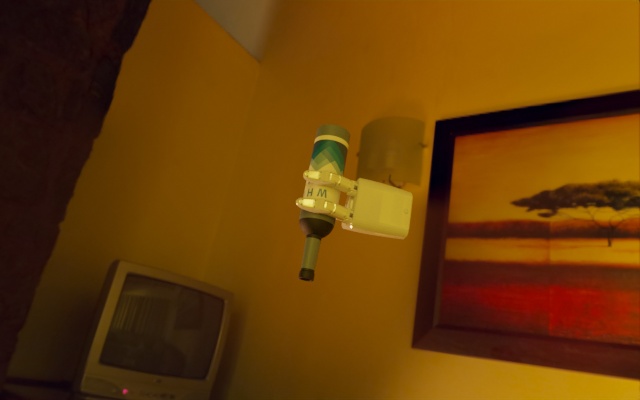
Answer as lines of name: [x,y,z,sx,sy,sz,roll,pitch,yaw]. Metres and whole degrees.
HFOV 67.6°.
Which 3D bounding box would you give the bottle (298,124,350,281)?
bottle: [0.000,0.003,0.885,0.069,0.295,0.069,9,-20,4]
